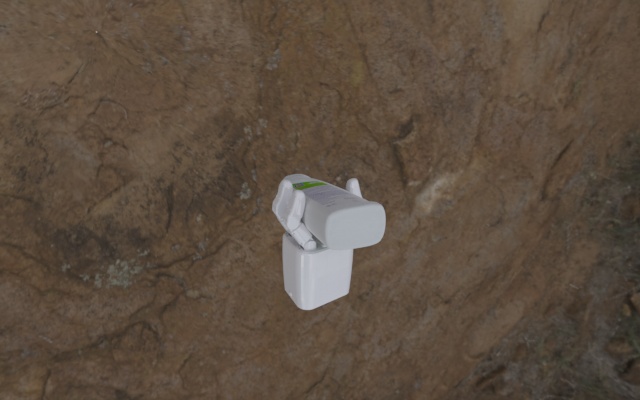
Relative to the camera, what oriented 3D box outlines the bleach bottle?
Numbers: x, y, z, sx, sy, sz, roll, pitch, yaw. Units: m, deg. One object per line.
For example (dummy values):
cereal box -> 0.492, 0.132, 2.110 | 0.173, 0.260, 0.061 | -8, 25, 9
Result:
bleach bottle -> 0.000, 0.003, 0.789 | 0.102, 0.068, 0.250 | -7, 21, -23
